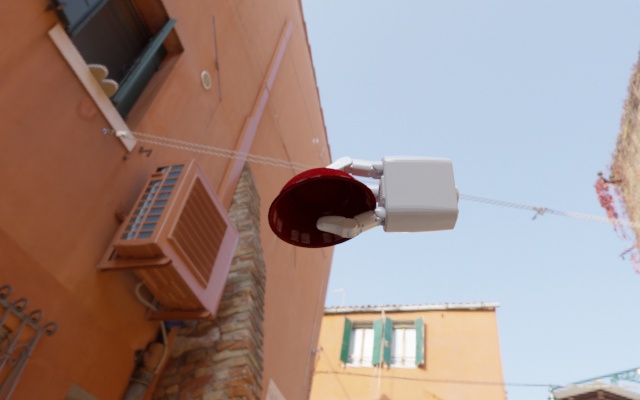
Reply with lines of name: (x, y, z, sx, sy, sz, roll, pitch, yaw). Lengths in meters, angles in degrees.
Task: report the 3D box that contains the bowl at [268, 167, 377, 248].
bowl: (-0.001, 0.002, 0.717, 0.162, 0.055, 0.162, -6, -42, -6)
